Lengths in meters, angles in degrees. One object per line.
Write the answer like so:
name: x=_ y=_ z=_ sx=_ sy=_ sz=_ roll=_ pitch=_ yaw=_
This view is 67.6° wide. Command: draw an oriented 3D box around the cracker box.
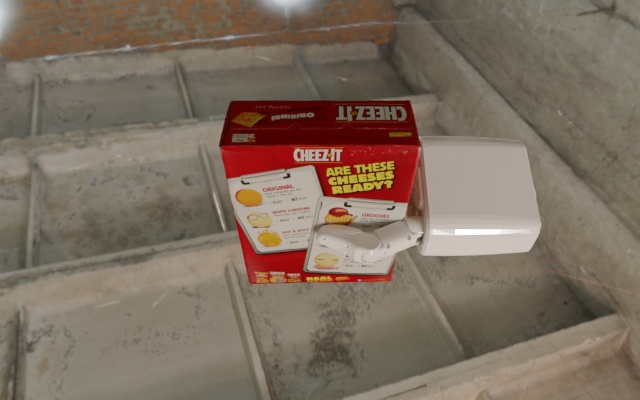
cracker box: x=0.000 y=0.002 z=0.480 sx=0.164 sy=0.072 sz=0.214 roll=0 pitch=-41 yaw=0
